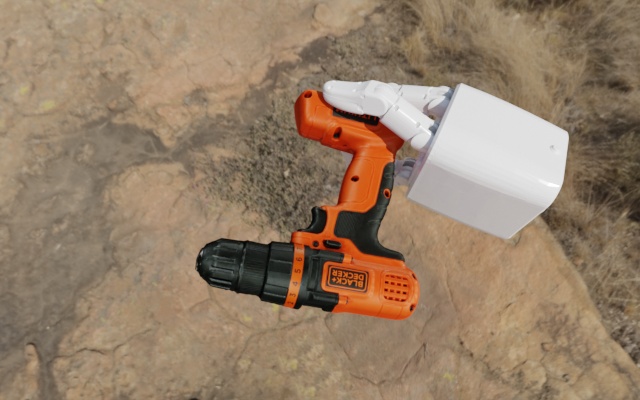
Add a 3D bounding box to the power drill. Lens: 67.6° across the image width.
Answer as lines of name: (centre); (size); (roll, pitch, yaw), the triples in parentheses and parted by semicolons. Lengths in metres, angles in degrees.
power drill: (0.000, 0.001, 0.416); (0.184, 0.187, 0.057); (12, -18, -10)
